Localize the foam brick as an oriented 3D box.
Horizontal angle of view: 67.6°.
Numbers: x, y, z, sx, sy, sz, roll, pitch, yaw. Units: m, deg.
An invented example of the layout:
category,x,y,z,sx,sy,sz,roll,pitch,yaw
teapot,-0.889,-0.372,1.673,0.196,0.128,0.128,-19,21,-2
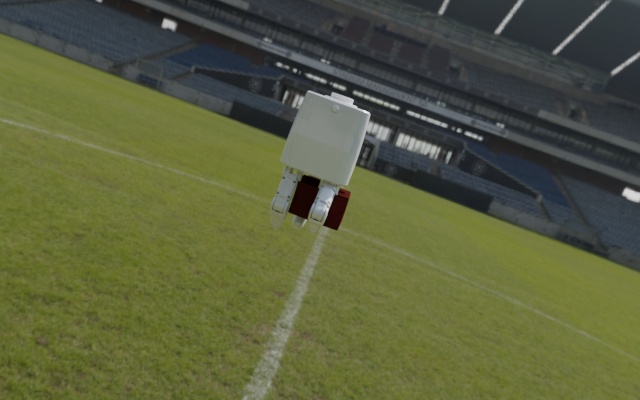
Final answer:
category,x,y,z,sx,sy,sz,roll,pitch,yaw
foam brick,0.000,0.002,0.692,0.078,0.051,0.053,21,13,2
